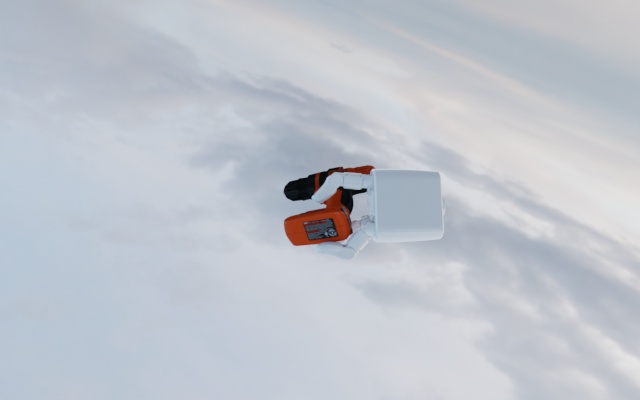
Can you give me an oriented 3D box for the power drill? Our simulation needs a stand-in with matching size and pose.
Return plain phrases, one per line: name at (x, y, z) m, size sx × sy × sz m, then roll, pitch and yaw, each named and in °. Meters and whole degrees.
power drill at (0.000, 0.003, 0.821) m, size 0.184 × 0.057 × 0.187 m, roll -11°, pitch 27°, yaw 21°
